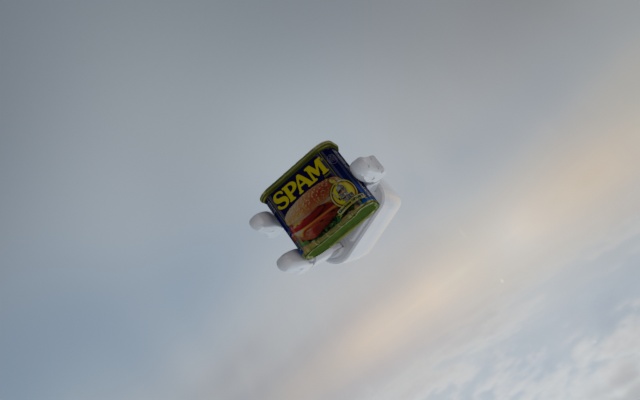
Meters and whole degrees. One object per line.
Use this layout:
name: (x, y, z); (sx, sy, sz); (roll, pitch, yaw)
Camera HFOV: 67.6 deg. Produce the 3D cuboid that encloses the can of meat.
can of meat: (0.000, 0.002, 0.512); (0.102, 0.084, 0.057); (-40, -16, 12)
